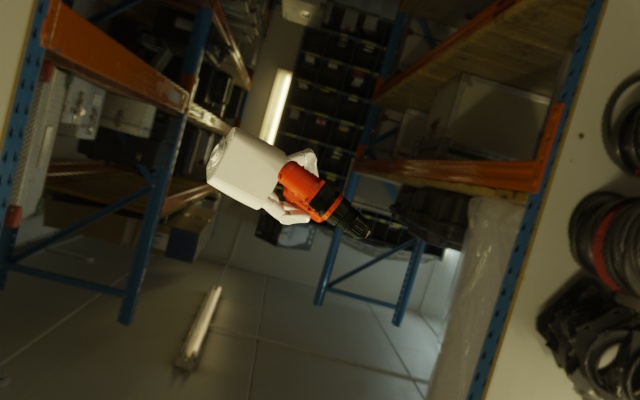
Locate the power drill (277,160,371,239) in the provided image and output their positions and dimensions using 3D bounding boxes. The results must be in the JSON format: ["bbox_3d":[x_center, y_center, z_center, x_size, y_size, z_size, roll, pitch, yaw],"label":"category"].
[{"bbox_3d":[0.000,0.003,0.870,0.184,0.057,0.187,40,-8,-5],"label":"power drill"}]
